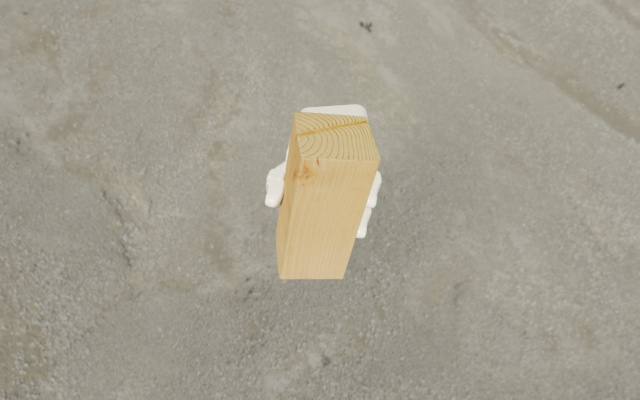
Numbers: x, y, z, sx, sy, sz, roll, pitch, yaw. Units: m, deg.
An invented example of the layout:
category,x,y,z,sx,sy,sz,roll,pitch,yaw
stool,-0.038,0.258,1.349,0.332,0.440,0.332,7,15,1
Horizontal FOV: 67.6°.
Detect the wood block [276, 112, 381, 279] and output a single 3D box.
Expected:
category,x,y,z,sx,sy,sz,roll,pitch,yaw
wood block,0.000,0.002,0.604,0.091,0.206,0.090,2,43,-11
